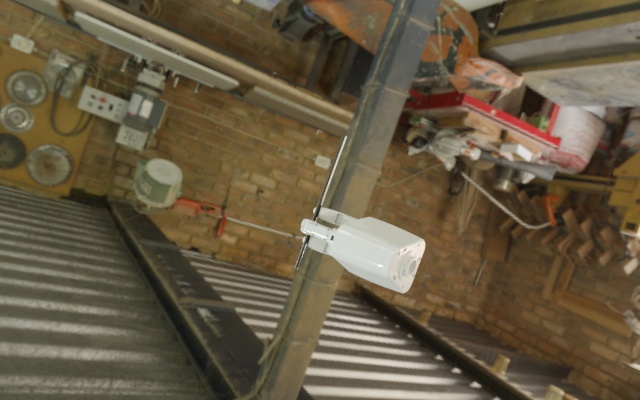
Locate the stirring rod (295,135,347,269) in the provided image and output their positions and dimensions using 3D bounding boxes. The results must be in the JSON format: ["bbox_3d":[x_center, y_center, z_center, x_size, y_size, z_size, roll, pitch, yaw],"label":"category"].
[{"bbox_3d":[0.000,0.003,0.818,0.011,0.239,0.011,20,1,0],"label":"stirring rod"}]
